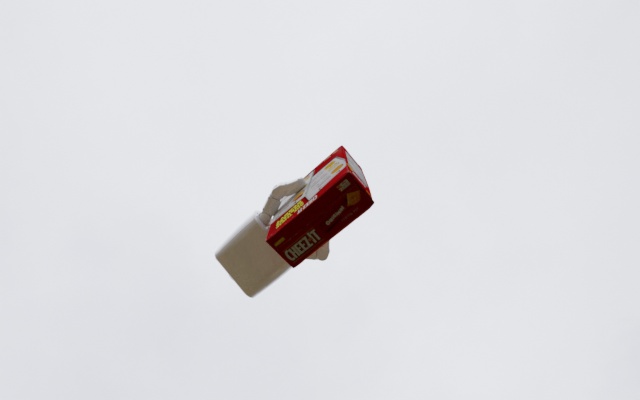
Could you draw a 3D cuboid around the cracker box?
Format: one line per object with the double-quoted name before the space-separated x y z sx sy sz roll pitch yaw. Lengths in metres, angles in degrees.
"cracker box" 0.000 0.002 0.796 0.164 0.072 0.213 -40 13 11
